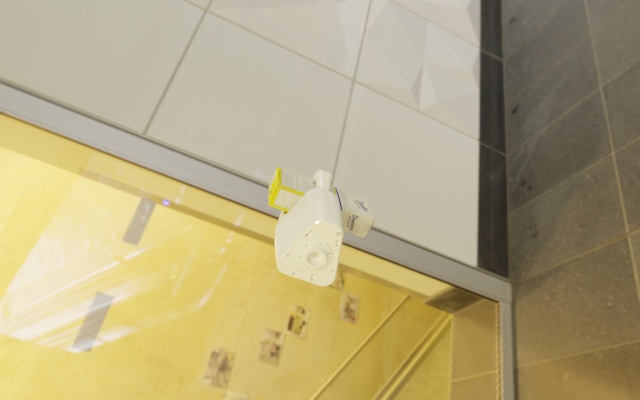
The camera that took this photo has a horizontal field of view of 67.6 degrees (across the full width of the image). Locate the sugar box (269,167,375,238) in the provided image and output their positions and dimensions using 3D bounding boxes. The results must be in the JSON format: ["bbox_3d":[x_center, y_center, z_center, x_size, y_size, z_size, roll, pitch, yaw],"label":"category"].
[{"bbox_3d":[0.000,0.003,0.822,0.176,0.048,0.093,22,21,-14],"label":"sugar box"}]
